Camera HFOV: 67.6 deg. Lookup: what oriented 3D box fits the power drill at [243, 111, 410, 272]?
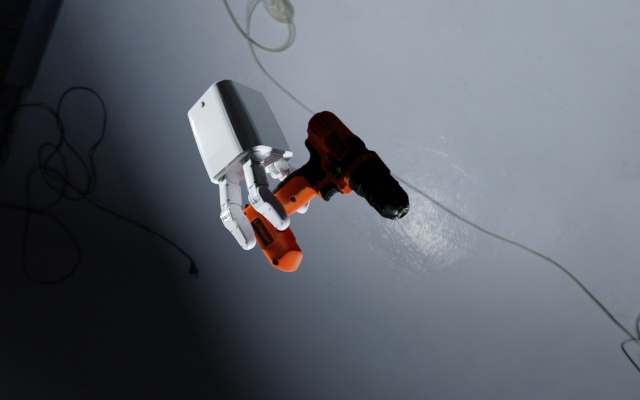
[{"bbox_3d":[0.000,0.002,0.607,0.184,0.188,0.057,52,14,32],"label":"power drill"}]
